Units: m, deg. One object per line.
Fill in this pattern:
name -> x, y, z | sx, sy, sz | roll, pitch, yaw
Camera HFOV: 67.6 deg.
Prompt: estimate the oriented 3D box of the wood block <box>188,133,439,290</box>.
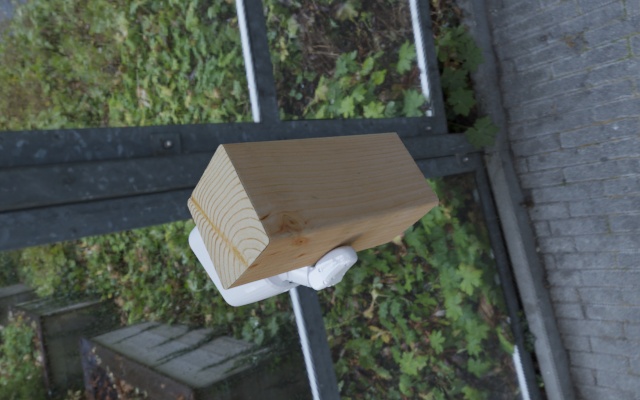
wood block -> 0.000, 0.002, 0.443 | 0.206, 0.090, 0.090 | -11, -25, -41
